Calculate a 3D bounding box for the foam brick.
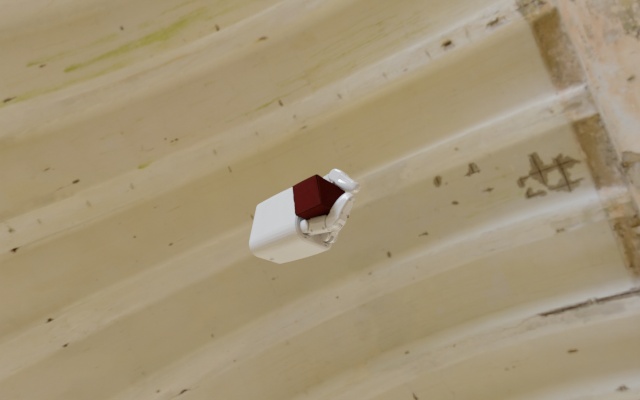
[{"bbox_3d":[0.000,0.002,0.745,0.051,0.053,0.078,-23,-30,30],"label":"foam brick"}]
